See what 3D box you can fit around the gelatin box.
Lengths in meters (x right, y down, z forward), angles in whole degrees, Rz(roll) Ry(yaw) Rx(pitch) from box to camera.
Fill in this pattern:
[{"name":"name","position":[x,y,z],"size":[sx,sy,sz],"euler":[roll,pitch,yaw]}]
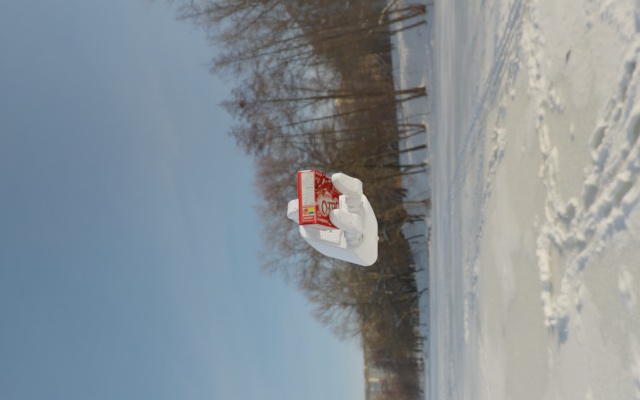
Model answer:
[{"name":"gelatin box","position":[0.000,0.002,0.663],"size":[0.030,0.073,0.089],"euler":[-6,-11,23]}]
